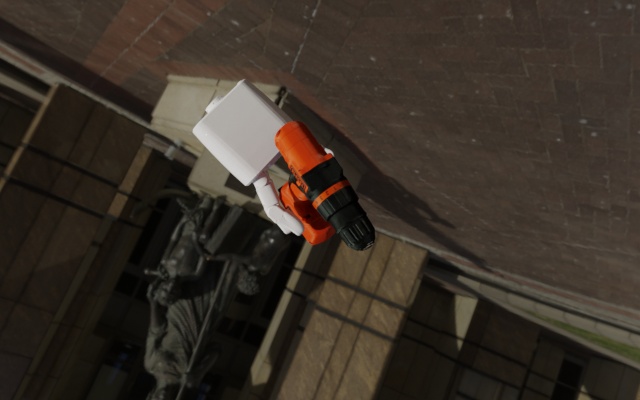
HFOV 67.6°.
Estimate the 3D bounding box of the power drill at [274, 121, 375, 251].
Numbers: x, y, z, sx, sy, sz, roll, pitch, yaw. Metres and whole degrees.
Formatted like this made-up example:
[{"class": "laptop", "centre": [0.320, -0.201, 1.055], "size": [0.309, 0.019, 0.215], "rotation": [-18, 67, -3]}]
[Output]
[{"class": "power drill", "centre": [0.000, 0.002, 0.649], "size": [0.057, 0.184, 0.188], "rotation": [-29, -12, -16]}]
